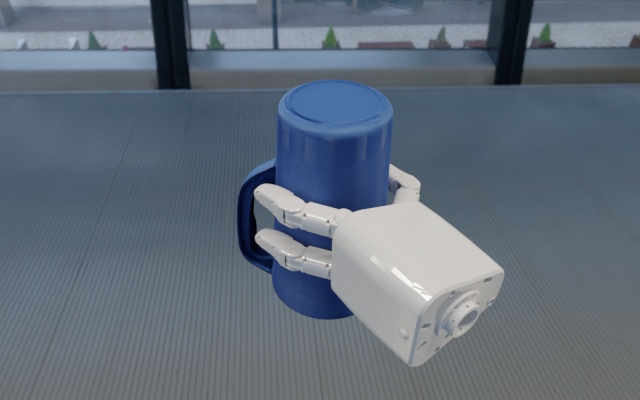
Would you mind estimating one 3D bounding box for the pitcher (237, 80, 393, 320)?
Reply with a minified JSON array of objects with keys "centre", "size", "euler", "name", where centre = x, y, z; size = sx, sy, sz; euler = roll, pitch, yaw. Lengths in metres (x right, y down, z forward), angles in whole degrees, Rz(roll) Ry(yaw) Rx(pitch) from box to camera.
[{"centre":[0.000,0.002,0.512],"size":[0.149,0.243,0.145],"euler":[-22,44,-27],"name":"pitcher"}]
